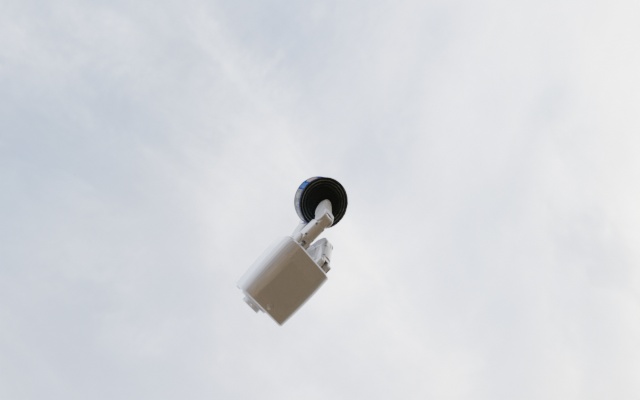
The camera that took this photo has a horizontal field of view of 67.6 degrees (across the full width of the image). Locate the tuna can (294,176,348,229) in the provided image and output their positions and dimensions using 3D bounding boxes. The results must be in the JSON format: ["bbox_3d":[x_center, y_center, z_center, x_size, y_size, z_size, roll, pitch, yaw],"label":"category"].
[{"bbox_3d":[0.000,0.002,0.790,0.086,0.086,0.033,0,7,-23],"label":"tuna can"}]
